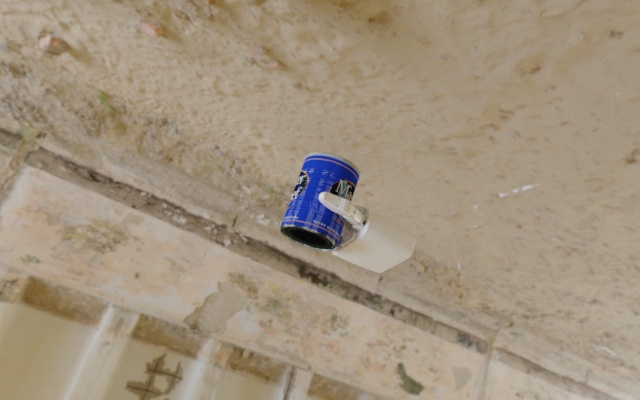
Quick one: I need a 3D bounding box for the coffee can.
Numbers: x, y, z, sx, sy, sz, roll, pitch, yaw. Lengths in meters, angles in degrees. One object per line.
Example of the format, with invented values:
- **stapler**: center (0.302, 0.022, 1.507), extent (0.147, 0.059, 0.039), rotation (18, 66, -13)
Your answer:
- **coffee can**: center (0.000, 0.002, 0.818), extent (0.103, 0.140, 0.103), rotation (16, -20, 6)
